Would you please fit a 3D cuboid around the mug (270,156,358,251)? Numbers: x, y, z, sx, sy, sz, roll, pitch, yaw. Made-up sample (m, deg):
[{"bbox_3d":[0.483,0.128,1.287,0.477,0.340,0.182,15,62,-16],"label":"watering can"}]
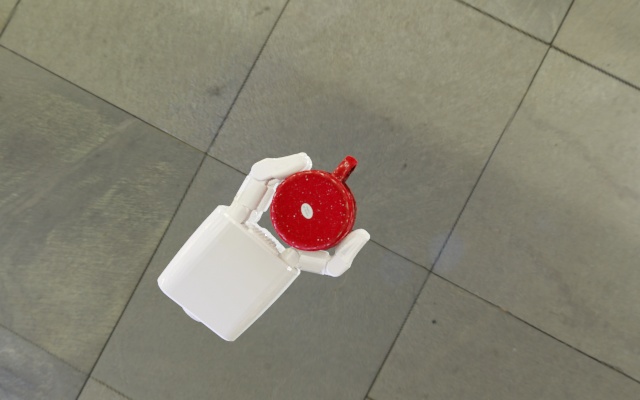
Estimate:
[{"bbox_3d":[0.001,0.001,0.506,0.093,0.117,0.081,40,2,3],"label":"mug"}]
